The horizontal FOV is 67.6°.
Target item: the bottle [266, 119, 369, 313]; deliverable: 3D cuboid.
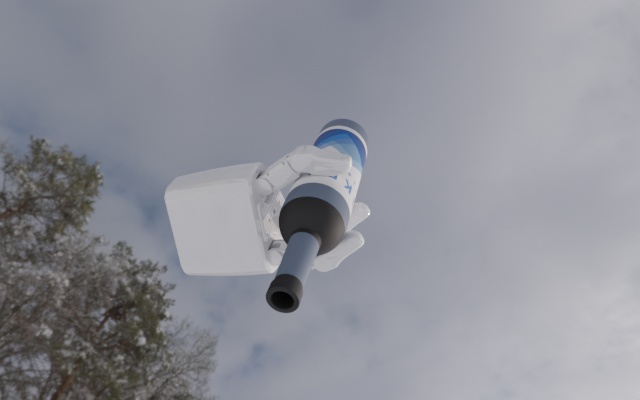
[{"bbox_3d":[0.000,0.001,0.491,0.069,0.069,0.295,0,31,14],"label":"bottle"}]
